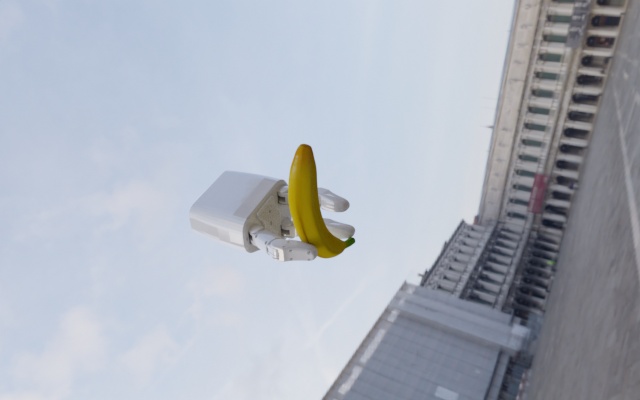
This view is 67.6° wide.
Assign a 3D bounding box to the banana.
[{"bbox_3d":[-0.007,0.018,0.606,0.037,0.069,0.198,11,-34,30],"label":"banana"}]
